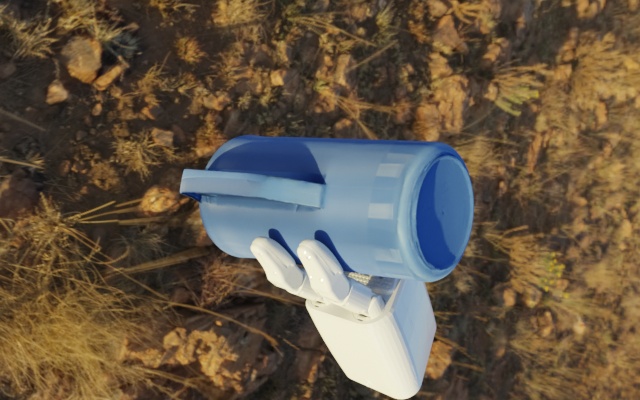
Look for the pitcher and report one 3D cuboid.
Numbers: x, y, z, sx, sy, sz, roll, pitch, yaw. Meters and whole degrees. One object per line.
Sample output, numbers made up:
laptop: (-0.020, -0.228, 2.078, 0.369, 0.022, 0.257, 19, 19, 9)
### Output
pitcher: (0.000, 0.002, 0.434, 0.243, 0.145, 0.149, 4, 38, 44)
